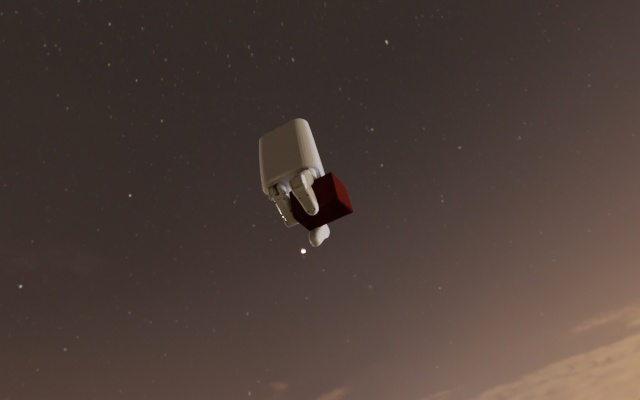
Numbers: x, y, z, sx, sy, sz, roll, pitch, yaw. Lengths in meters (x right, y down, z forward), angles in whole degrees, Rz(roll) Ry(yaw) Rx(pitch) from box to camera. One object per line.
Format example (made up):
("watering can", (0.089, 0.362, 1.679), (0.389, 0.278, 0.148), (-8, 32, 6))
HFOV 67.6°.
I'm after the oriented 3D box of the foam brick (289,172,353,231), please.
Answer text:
("foam brick", (0.000, 0.002, 0.725), (0.078, 0.051, 0.053), (-25, -37, 17))
